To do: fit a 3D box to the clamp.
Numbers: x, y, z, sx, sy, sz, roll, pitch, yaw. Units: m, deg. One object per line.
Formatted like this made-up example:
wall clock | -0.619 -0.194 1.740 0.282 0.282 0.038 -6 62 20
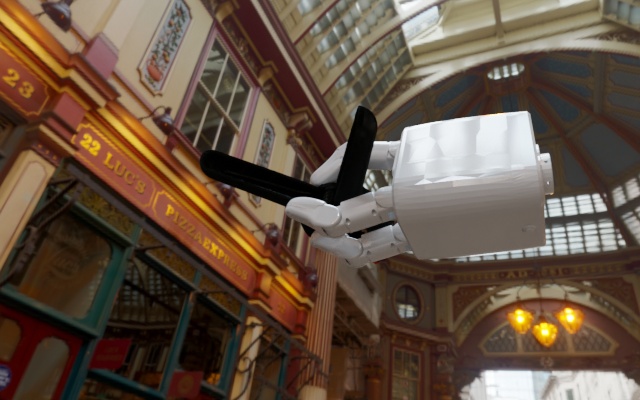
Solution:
clamp | 0.001 0.001 0.449 0.164 0.036 0.210 -6 -36 24
